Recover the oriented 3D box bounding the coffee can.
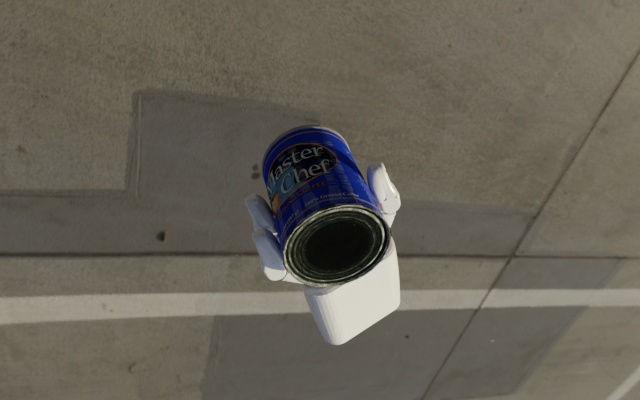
[{"bbox_3d":[0.000,0.001,0.486,0.103,0.103,0.140,0,38,-17],"label":"coffee can"}]
